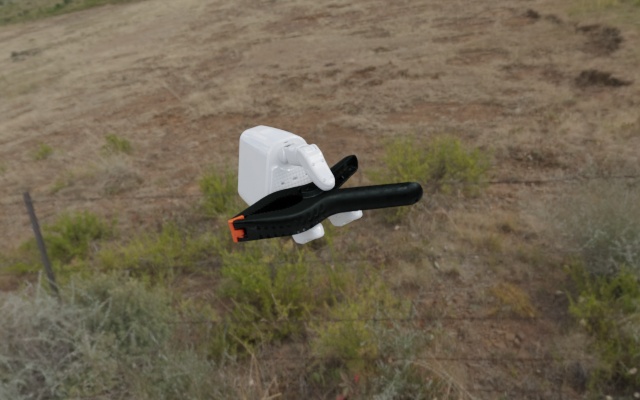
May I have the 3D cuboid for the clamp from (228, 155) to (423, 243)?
[{"bbox_3d":[-0.001,0.001,0.551,0.210,0.036,0.164,-23,24,-24],"label":"clamp"}]
